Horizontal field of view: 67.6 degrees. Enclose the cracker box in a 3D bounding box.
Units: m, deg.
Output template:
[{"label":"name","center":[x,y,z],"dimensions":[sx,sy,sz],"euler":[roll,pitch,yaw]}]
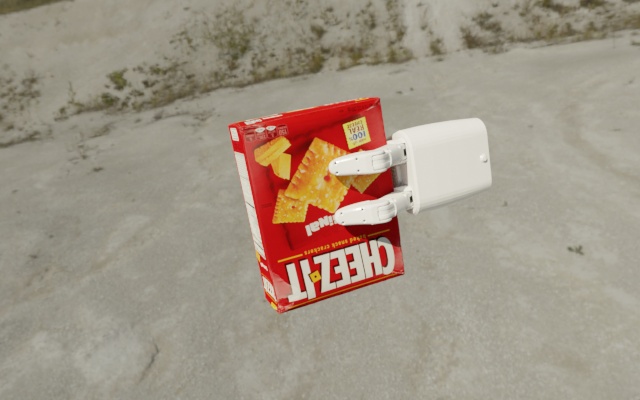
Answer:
[{"label":"cracker box","center":[0.000,0.002,0.550],"dimensions":[0.164,0.214,0.072],"euler":[-14,13,-17]}]
